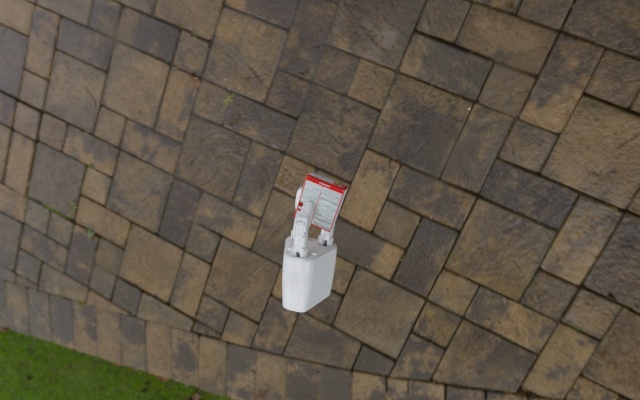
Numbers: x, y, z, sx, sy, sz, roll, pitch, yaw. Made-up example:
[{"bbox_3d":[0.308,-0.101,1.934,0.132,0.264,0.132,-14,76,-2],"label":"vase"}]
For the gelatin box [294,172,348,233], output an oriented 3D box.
[{"bbox_3d":[0.000,0.003,0.856,0.073,0.089,0.030,22,25,10],"label":"gelatin box"}]
